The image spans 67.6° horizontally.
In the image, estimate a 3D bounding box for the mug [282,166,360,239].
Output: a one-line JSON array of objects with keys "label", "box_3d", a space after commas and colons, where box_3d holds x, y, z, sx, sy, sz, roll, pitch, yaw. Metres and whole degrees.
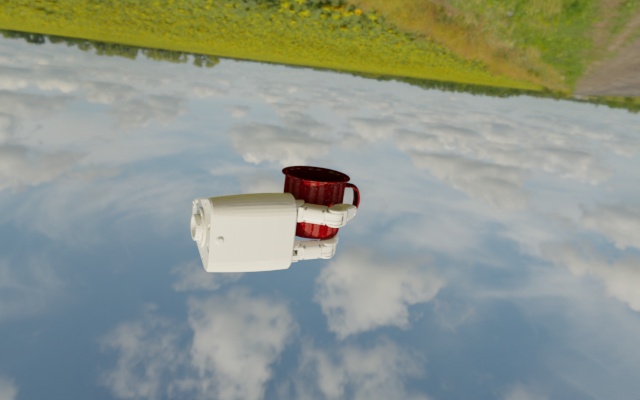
[{"label": "mug", "box_3d": [0.001, 0.002, 0.657, 0.117, 0.081, 0.093, 0, 17, -26]}]
